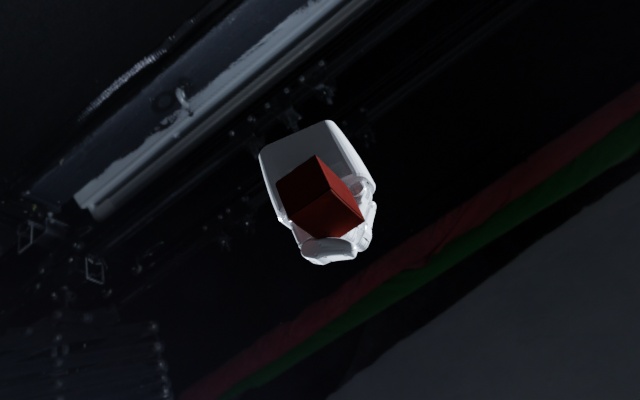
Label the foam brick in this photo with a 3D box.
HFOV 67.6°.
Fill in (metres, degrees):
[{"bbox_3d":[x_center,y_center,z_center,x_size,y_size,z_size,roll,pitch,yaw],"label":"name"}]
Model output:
[{"bbox_3d":[0.000,0.001,0.491,0.053,0.051,0.078,-34,-39,12],"label":"foam brick"}]
